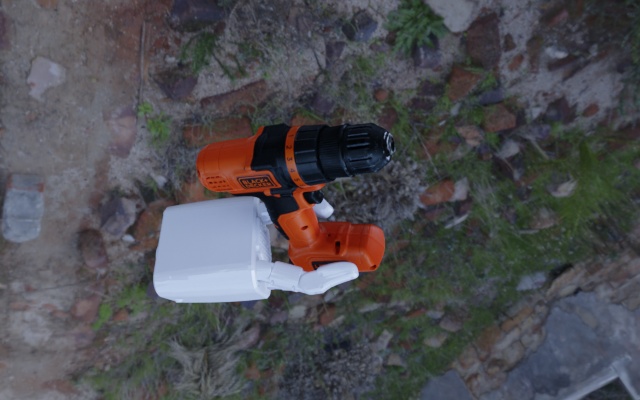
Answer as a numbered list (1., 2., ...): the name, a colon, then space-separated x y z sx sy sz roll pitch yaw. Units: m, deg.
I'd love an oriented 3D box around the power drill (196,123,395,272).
1. power drill: 0.000 0.002 0.460 0.184 0.057 0.188 -3 -38 27
